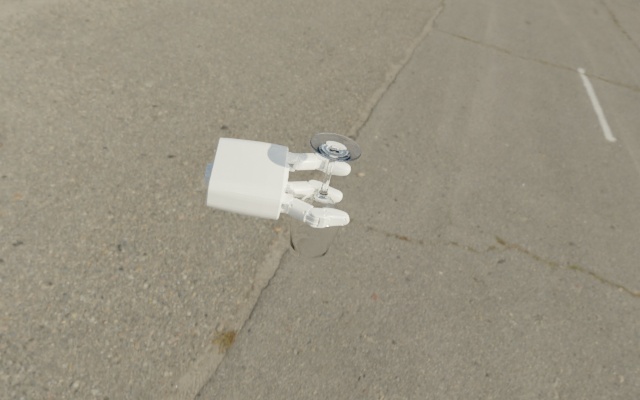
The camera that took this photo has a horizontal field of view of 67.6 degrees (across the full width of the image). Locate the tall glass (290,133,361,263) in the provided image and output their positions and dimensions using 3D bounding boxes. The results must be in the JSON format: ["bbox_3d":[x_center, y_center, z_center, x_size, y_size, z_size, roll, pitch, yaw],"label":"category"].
[{"bbox_3d":[0.000,0.002,0.727,0.079,0.201,0.079,10,36,-7],"label":"tall glass"}]
